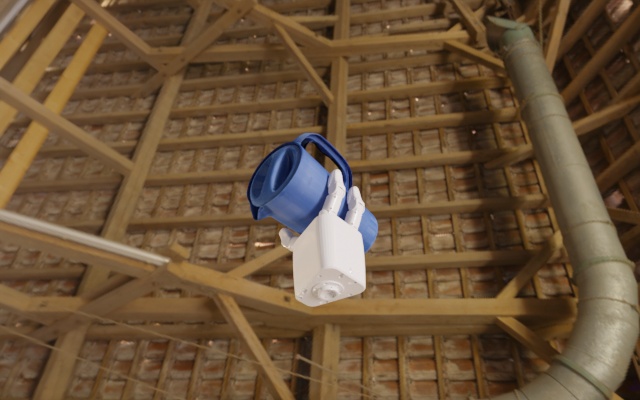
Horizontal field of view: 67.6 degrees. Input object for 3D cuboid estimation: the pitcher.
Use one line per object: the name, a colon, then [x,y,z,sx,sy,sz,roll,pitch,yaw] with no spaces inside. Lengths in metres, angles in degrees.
pitcher: [0.000,0.003,0.879,0.149,0.145,0.243,-34,-52,26]
